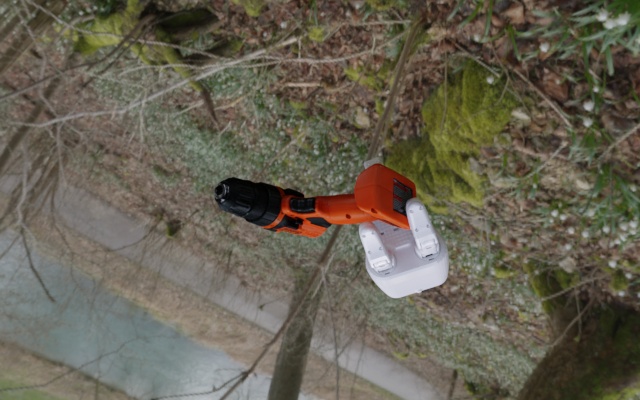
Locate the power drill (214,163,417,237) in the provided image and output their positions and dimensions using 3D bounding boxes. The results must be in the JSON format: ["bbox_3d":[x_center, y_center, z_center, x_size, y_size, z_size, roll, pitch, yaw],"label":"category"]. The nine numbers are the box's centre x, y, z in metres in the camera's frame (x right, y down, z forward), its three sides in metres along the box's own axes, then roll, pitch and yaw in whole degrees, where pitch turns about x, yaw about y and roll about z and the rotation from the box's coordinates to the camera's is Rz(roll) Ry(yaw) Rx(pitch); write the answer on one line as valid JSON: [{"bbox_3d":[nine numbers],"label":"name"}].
[{"bbox_3d":[0.001,0.002,0.543,0.187,0.057,0.184,-6,-14,35],"label":"power drill"}]
